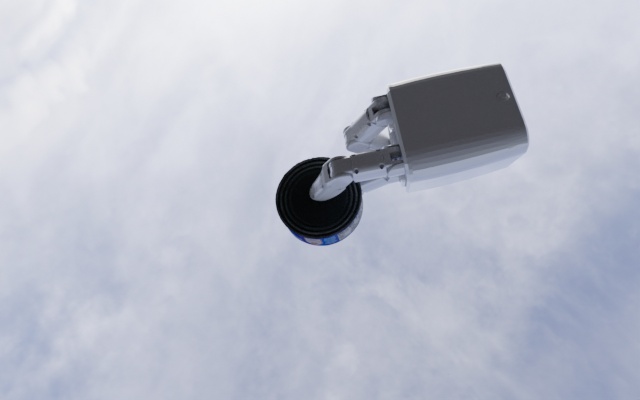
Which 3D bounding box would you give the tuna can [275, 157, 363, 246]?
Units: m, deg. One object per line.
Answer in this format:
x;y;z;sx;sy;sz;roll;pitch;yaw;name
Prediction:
0.000;0.002;0.481;0.086;0.086;0.034;0;-20;9;tuna can
